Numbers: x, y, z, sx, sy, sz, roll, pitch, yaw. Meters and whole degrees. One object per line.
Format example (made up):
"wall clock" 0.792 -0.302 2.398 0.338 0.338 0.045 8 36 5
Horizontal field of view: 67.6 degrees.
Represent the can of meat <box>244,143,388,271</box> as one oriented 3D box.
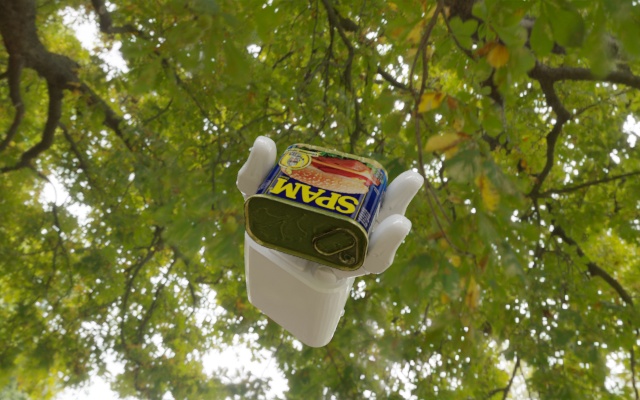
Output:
"can of meat" 0.000 0.001 0.401 0.102 0.057 0.084 15 43 12
